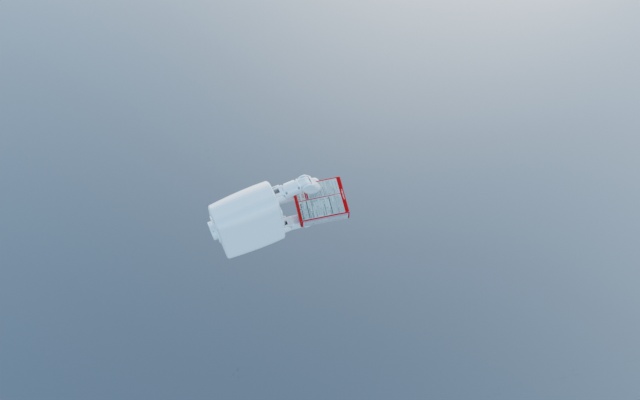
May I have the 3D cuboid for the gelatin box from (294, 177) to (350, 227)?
[{"bbox_3d":[0.000,0.002,0.843,0.089,0.073,0.030,-12,-25,-6],"label":"gelatin box"}]
